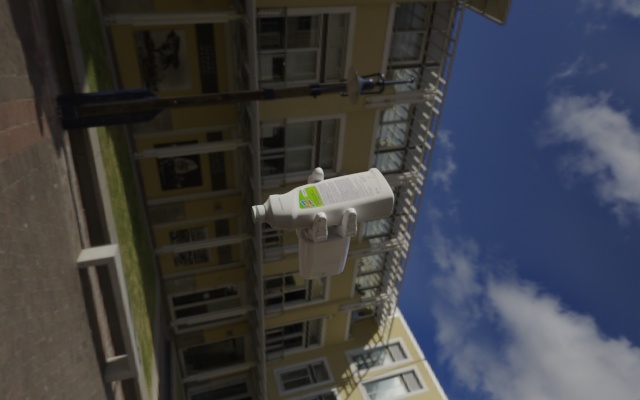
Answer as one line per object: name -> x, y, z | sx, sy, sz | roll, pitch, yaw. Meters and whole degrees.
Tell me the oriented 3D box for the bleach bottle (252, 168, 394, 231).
bleach bottle -> 0.000, 0.003, 0.868 | 0.251, 0.068, 0.102 | -8, 40, -16
